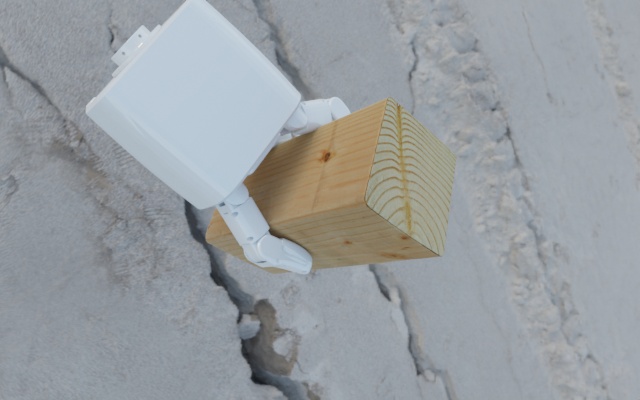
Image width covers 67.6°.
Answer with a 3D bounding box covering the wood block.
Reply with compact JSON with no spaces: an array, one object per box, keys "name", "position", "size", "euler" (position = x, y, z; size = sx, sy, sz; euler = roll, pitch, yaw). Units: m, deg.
[{"name":"wood block","position":[0.000,0.001,0.415],"size":[0.090,0.090,0.206],"euler":[33,-30,-33]}]
